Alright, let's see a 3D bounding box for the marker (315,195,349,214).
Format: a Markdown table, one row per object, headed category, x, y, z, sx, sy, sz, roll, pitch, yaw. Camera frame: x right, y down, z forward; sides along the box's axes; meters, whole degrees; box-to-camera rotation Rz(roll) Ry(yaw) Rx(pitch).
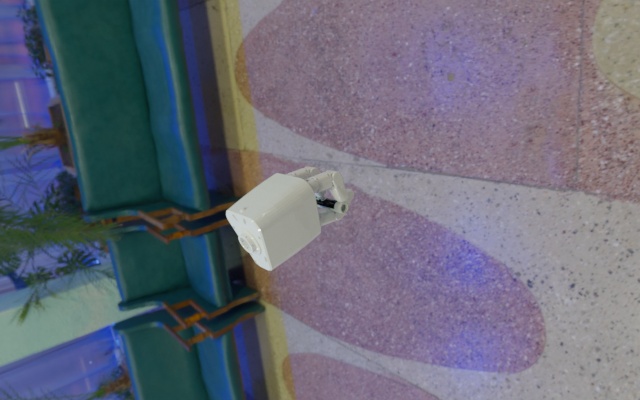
| category | x | y | z | sx | sy | sz | roll | pitch | yaw |
| --- | --- | --- | --- | --- | --- | --- | --- | --- | --- |
| marker | 0.000 | 0.003 | 0.806 | 0.020 | 0.020 | 0.121 | 0 | 9 | -40 |
